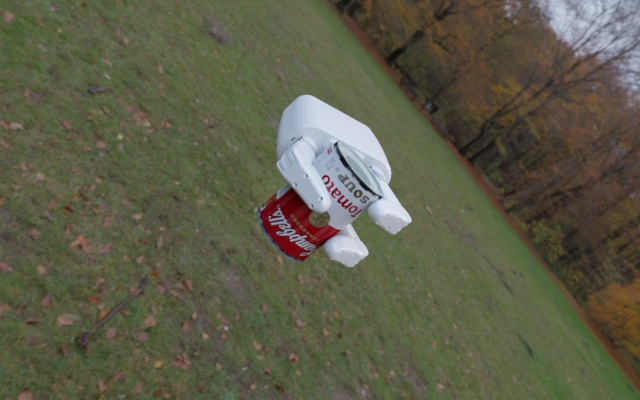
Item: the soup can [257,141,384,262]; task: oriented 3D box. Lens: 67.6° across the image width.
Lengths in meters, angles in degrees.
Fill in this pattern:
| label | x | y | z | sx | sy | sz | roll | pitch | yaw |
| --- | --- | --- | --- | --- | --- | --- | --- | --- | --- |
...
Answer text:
| label | x | y | z | sx | sy | sz | roll | pitch | yaw |
| --- | --- | --- | --- | --- | --- | --- | --- | --- | --- |
| soup can | 0.000 | 0.001 | 0.446 | 0.102 | 0.068 | 0.068 | -40 | -14 | 18 |
